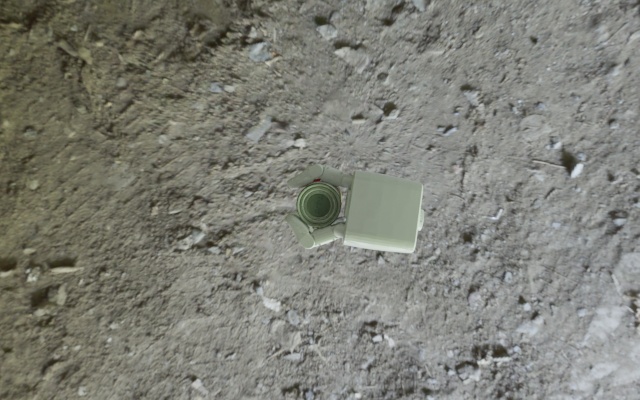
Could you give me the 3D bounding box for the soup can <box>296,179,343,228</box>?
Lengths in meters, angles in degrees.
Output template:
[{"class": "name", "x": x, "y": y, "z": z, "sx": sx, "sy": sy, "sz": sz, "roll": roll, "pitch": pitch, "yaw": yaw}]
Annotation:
[{"class": "soup can", "x": 0.000, "y": 0.002, "z": 0.743, "sx": 0.068, "sy": 0.068, "sz": 0.102, "roll": 0, "pitch": 6, "yaw": 3}]
